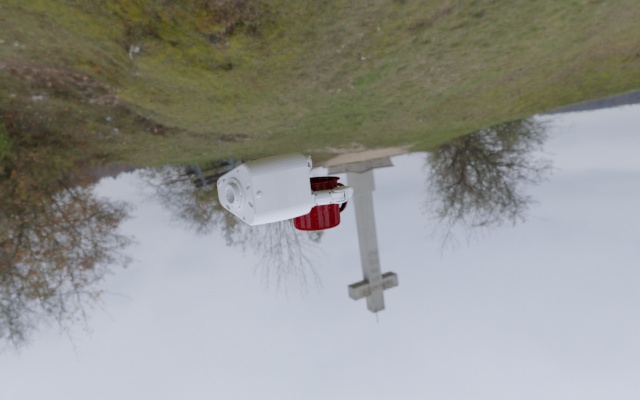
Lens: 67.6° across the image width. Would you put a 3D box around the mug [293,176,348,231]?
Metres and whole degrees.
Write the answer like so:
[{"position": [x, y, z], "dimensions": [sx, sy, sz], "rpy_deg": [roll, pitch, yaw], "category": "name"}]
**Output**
[{"position": [0.001, 0.003, 0.826], "dimensions": [0.117, 0.081, 0.093], "rpy_deg": [-13, 12, -38], "category": "mug"}]
